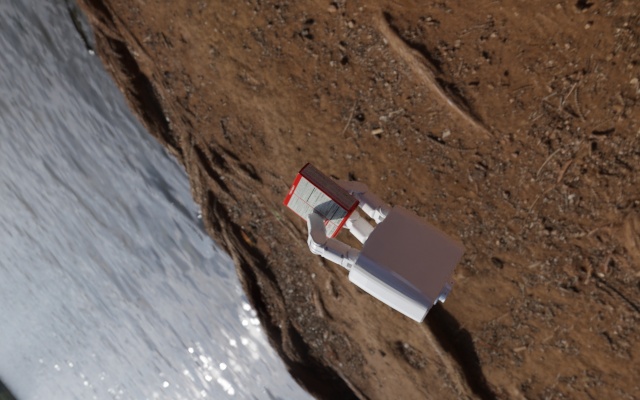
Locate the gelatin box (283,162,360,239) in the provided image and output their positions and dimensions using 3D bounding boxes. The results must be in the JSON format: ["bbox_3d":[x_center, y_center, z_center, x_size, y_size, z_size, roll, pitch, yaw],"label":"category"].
[{"bbox_3d":[0.000,0.002,0.650,0.030,0.089,0.073,-48,-7,-40],"label":"gelatin box"}]
